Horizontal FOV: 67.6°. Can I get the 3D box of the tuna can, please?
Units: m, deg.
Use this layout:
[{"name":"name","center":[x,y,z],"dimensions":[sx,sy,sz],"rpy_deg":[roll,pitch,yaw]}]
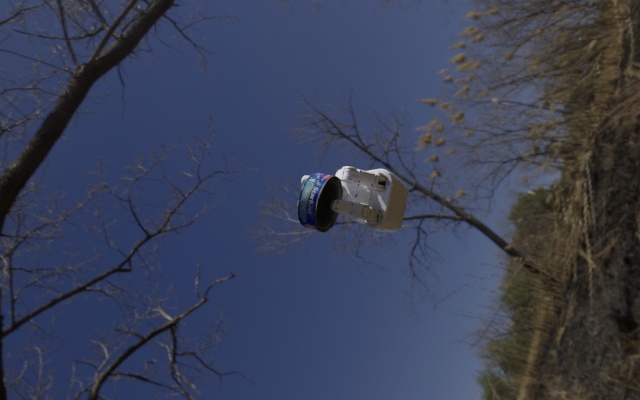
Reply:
[{"name":"tuna can","center":[0.000,0.002,0.712],"dimensions":[0.034,0.086,0.086],"rpy_deg":[14,6,25]}]
